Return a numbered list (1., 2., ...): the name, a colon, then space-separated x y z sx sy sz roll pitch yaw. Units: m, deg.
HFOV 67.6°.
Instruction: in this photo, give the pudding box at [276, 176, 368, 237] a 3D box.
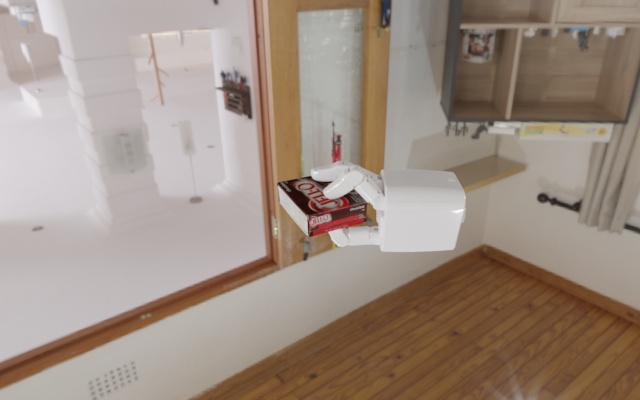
1. pudding box: 0.000 0.002 0.668 0.090 0.039 0.113 -12 28 -23
